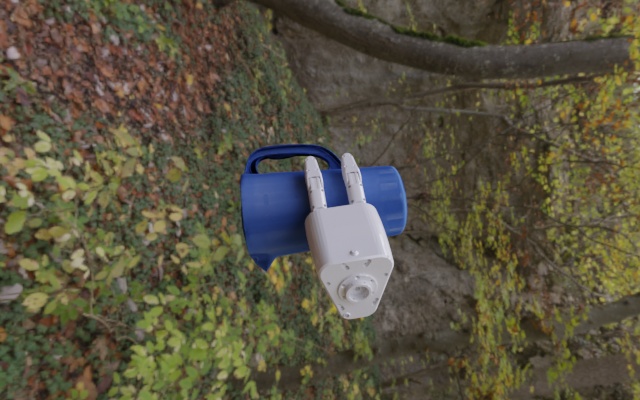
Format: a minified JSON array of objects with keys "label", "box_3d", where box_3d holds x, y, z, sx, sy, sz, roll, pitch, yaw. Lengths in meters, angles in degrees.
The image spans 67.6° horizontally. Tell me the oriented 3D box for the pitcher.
[{"label":"pitcher","box_3d":[0.000,0.003,0.730,0.243,0.149,0.145,-7,35,-5]}]
